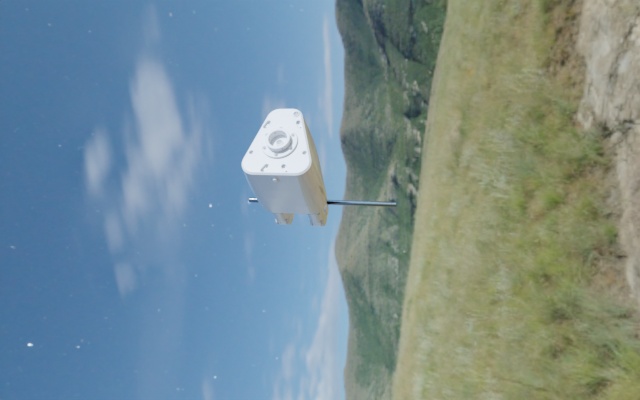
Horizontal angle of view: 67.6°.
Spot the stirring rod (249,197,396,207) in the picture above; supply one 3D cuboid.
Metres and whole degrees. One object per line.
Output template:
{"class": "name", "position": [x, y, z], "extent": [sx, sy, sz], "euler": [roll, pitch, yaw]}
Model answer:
{"class": "stirring rod", "position": [0.000, 0.002, 0.768], "extent": [0.239, 0.011, 0.011], "euler": [2, 0, 12]}
